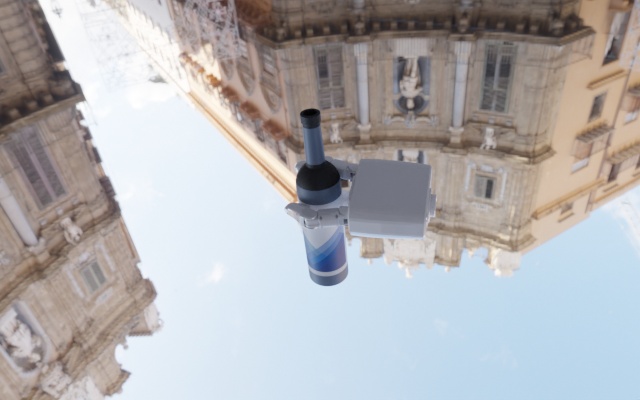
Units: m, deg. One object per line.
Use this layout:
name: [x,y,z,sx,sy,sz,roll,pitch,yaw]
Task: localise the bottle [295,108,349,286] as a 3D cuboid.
bottle: [0.000,0.003,0.716,0.069,0.296,0.069,-4,36,3]
